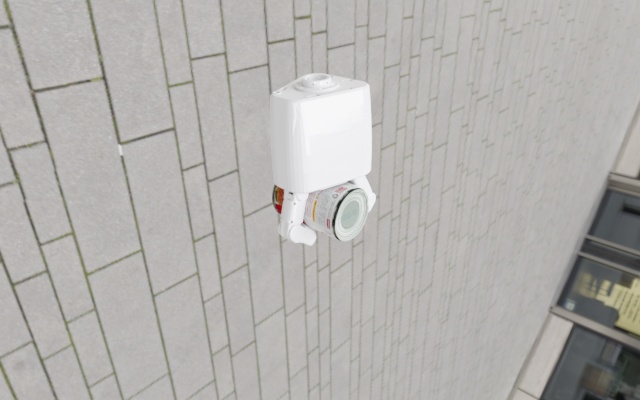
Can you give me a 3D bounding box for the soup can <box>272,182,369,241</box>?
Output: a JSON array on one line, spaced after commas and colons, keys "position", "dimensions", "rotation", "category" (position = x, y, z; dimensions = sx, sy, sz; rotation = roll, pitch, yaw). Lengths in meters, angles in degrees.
[{"position": [0.000, 0.002, 0.585], "dimensions": [0.102, 0.068, 0.068], "rotation": [22, 13, 36], "category": "soup can"}]
